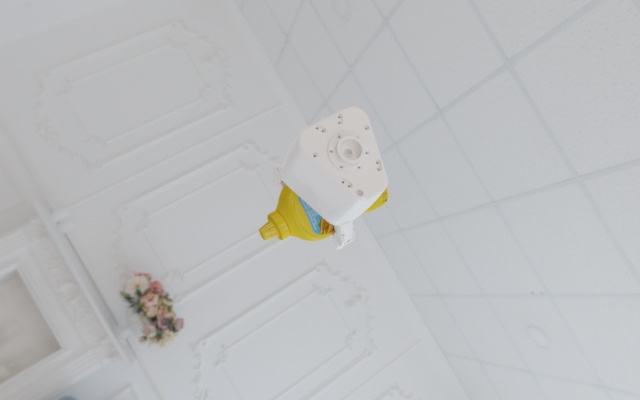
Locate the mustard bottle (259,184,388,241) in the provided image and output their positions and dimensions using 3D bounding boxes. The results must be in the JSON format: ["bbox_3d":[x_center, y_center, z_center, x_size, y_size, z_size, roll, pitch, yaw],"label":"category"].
[{"bbox_3d":[0.000,0.002,0.671,0.191,0.096,0.058,-30,17,-20],"label":"mustard bottle"}]
